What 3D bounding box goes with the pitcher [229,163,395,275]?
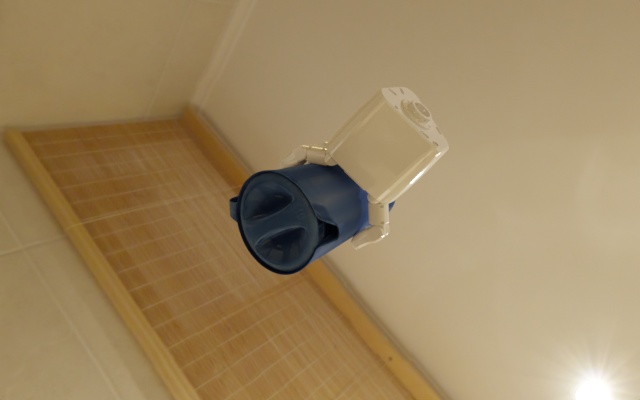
[{"bbox_3d":[0.000,0.002,0.684,0.243,0.149,0.145,-20,-21,-52],"label":"pitcher"}]
